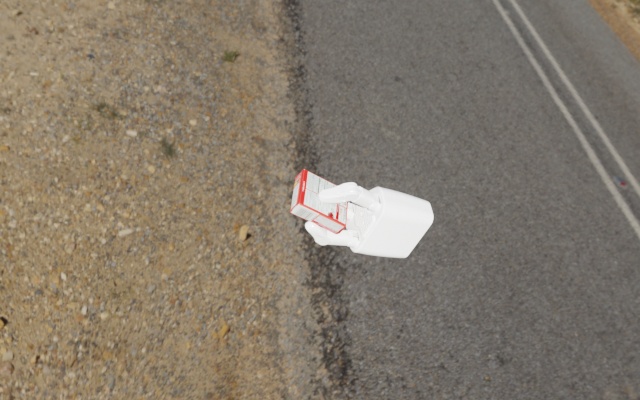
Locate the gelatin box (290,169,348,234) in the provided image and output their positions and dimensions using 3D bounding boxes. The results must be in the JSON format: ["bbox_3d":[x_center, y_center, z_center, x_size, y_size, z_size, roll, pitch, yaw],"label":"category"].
[{"bbox_3d":[0.000,0.002,0.741,0.089,0.073,0.030,26,-45,-22],"label":"gelatin box"}]
